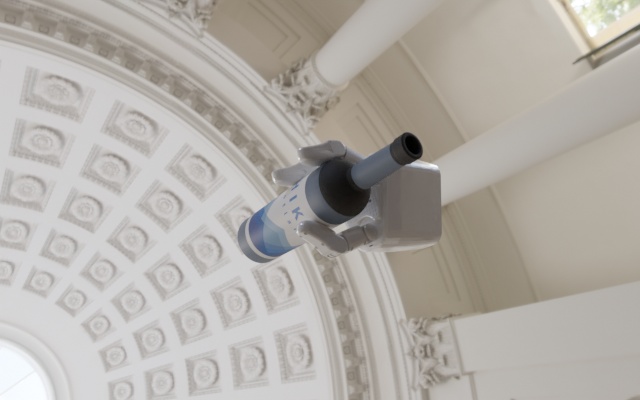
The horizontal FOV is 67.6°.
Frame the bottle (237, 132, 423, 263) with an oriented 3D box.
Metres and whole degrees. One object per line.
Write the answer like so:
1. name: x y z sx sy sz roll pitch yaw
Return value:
1. bottle: 0.000 0.002 0.542 0.069 0.069 0.296 0 -21 -37
